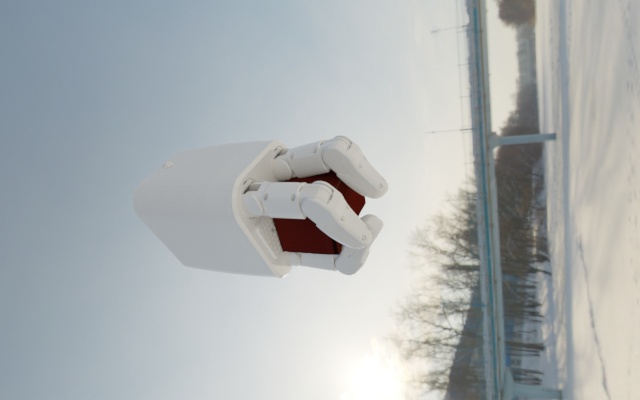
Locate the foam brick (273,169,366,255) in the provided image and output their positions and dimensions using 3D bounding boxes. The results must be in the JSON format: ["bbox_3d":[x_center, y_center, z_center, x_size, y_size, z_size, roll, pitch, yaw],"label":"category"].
[{"bbox_3d":[0.000,0.001,0.404,0.051,0.053,0.078,1,33,24],"label":"foam brick"}]
